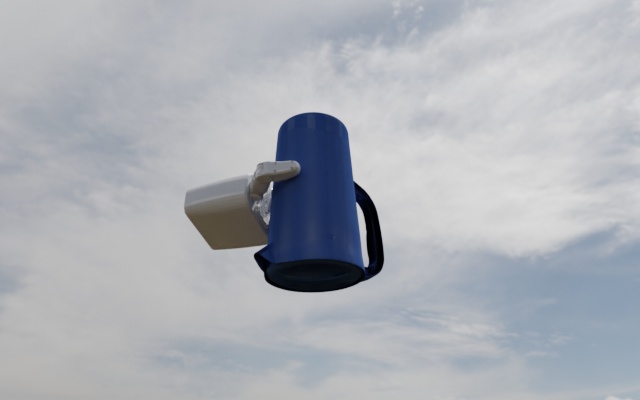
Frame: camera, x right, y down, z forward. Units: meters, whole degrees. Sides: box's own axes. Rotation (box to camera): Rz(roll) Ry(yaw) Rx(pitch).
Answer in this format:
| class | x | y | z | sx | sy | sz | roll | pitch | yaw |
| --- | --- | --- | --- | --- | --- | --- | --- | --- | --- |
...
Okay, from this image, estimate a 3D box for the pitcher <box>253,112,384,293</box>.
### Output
| class | x | y | z | sx | sy | sz | roll | pitch | yaw |
| --- | --- | --- | --- | --- | --- | --- | --- | --- | --- |
| pitcher | 0.000 | 0.002 | 0.679 | 0.145 | 0.242 | 0.149 | -10 | -29 | 18 |
